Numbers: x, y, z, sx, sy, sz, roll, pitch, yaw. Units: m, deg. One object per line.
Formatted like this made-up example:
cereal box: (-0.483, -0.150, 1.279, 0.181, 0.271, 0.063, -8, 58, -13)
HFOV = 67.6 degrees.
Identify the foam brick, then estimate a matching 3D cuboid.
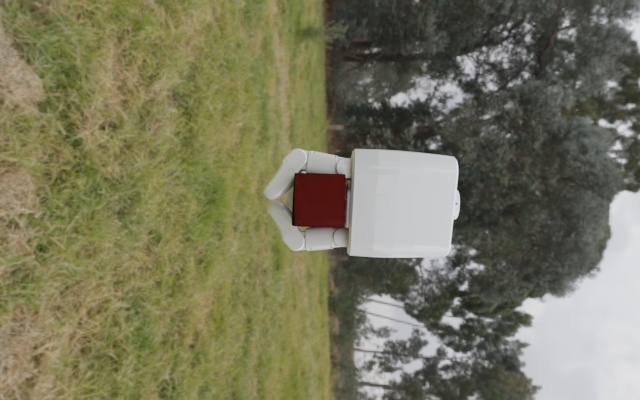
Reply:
foam brick: (0.000, 0.002, 0.492, 0.051, 0.053, 0.078, 2, -3, 2)
